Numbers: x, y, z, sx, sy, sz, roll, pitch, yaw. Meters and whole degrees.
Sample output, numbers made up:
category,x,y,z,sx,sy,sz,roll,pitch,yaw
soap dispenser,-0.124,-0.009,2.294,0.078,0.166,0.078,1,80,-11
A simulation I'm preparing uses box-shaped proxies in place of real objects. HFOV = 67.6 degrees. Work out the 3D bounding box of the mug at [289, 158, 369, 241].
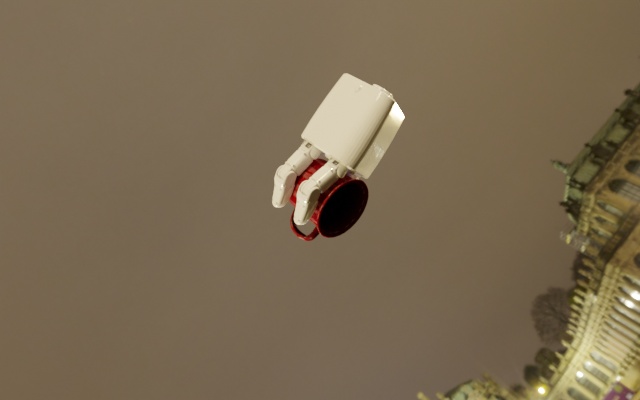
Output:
category,x,y,z,sx,sy,sz,roll,pitch,yaw
mug,-0.001,0.003,0.676,0.081,0.117,0.093,38,7,36
